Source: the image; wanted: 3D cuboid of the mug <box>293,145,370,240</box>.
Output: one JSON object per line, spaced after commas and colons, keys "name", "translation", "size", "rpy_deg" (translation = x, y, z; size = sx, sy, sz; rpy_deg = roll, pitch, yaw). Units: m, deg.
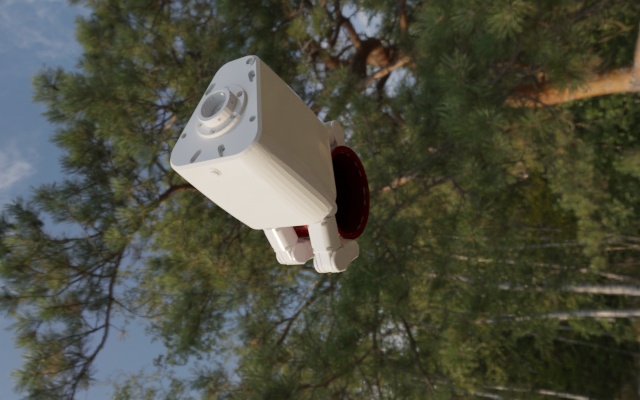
{"name": "mug", "translation": [0.001, 0.002, 0.498], "size": [0.081, 0.093, 0.117], "rpy_deg": [-6, -31, 31]}
